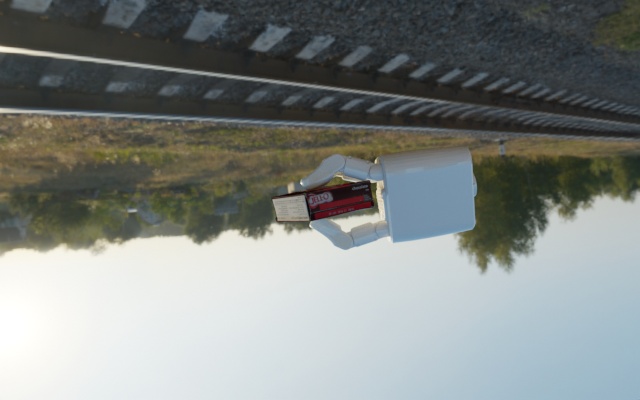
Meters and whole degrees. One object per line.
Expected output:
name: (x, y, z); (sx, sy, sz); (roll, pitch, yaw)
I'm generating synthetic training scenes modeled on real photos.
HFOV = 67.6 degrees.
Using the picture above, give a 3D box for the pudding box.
pudding box: (0.000, 0.002, 0.600); (0.090, 0.039, 0.113); (-11, 0, -27)
